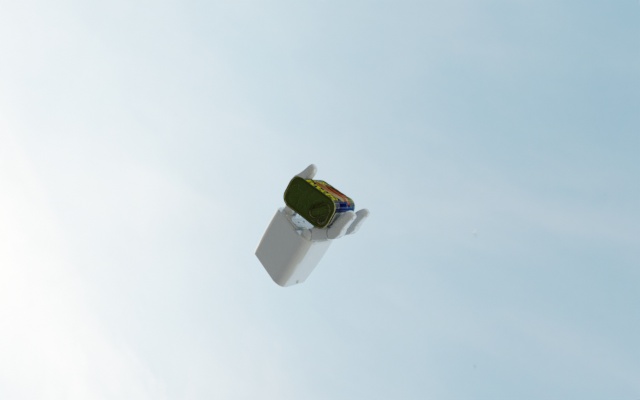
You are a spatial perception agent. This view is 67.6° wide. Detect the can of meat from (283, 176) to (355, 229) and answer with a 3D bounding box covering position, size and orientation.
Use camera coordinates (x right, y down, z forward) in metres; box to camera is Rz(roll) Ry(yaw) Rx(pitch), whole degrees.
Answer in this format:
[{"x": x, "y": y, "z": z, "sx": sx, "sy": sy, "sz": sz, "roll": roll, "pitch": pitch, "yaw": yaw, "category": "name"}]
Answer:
[{"x": 0.000, "y": 0.003, "z": 0.835, "sx": 0.102, "sy": 0.057, "sz": 0.084, "roll": 36, "pitch": 17, "yaw": 25, "category": "can of meat"}]
